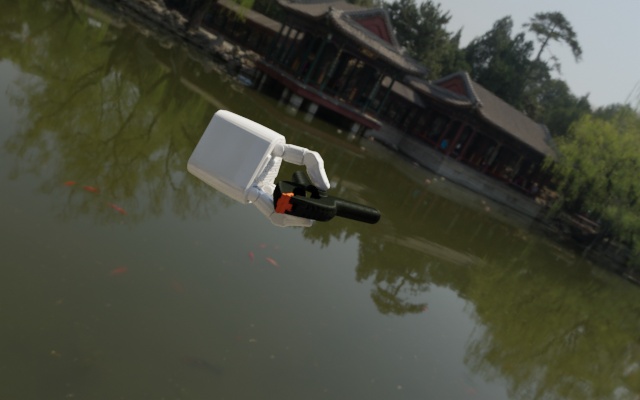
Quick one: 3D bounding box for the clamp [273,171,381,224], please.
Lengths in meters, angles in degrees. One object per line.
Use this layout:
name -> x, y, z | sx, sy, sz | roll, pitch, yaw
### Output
clamp -> 0.000, 0.002, 0.701 | 0.164, 0.036, 0.210 | 25, 12, 12
